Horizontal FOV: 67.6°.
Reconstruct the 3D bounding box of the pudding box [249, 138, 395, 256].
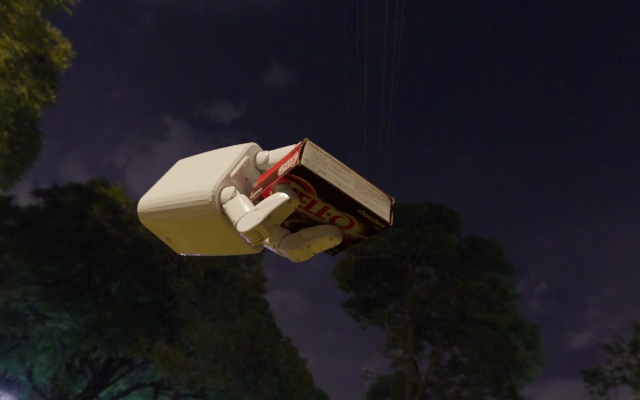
[{"bbox_3d":[0.000,0.001,0.459,0.113,0.039,0.090,31,-39,-24],"label":"pudding box"}]
